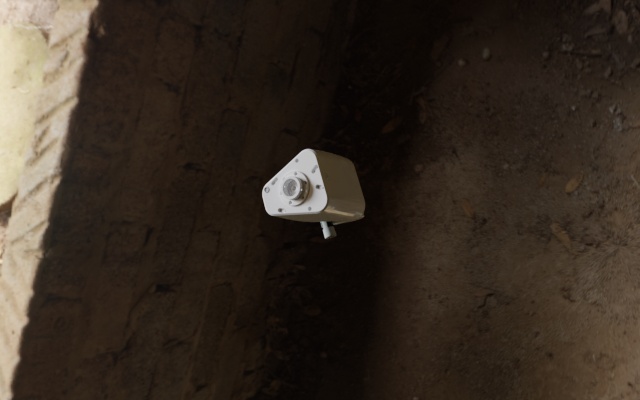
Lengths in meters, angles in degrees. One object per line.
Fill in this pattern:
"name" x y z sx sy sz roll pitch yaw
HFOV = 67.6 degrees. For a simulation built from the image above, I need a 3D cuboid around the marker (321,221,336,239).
"marker" 0.000 0.003 0.776 0.020 0.121 0.020 -15 -14 -4
